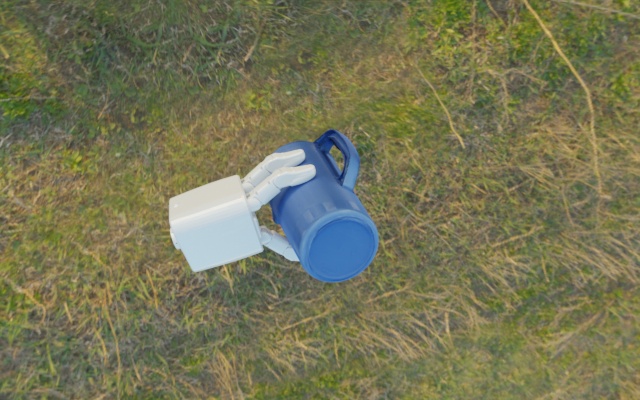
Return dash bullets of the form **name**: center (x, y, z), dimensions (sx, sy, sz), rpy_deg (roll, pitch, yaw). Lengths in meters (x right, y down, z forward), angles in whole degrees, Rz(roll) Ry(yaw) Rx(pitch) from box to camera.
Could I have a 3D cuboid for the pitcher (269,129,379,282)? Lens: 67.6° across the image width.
- **pitcher**: center (0.000, 0.002, 0.703), dimensions (0.145, 0.149, 0.242), rpy_deg (-16, 29, -9)
